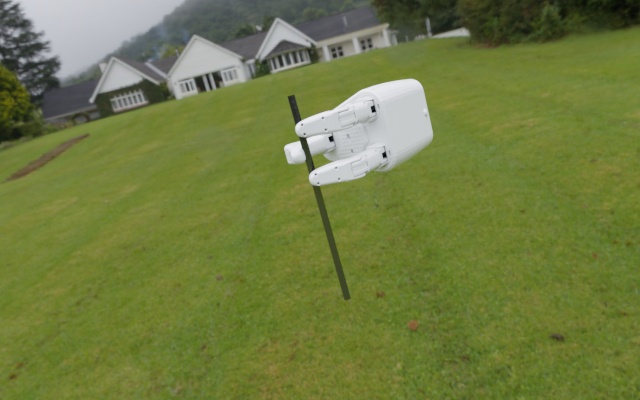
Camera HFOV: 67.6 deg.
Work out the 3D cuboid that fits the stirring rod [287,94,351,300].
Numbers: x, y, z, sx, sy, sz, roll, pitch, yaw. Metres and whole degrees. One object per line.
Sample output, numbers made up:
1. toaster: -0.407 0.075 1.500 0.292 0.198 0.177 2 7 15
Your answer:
1. stirring rod: 0.000 0.002 0.533 0.011 0.239 0.011 -15 13 3
